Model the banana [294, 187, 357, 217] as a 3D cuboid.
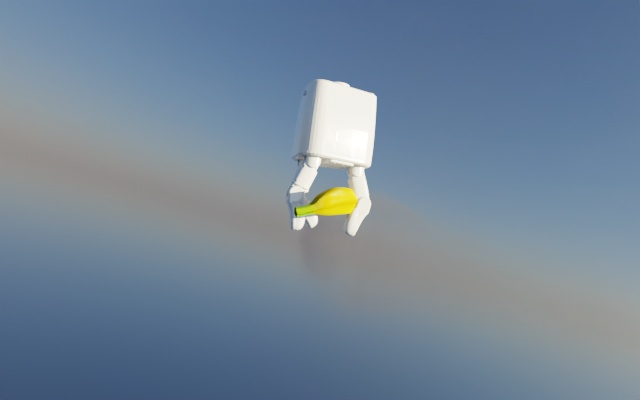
[{"bbox_3d":[0.018,0.002,0.665,0.069,0.037,0.198,-2,-1,11],"label":"banana"}]
